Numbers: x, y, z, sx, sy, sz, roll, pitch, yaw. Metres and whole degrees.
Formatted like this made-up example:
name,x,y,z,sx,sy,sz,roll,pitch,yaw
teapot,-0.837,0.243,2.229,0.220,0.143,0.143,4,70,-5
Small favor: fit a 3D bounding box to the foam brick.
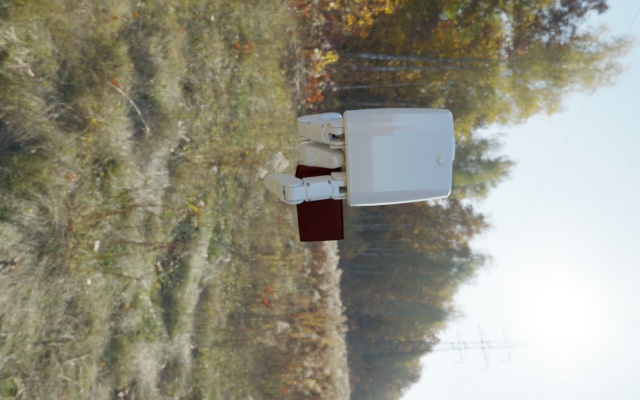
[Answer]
name,x,y,z,sx,sy,sz,roll,pitch,yaw
foam brick,0.000,0.002,0.542,0.051,0.078,0.053,-3,22,2
